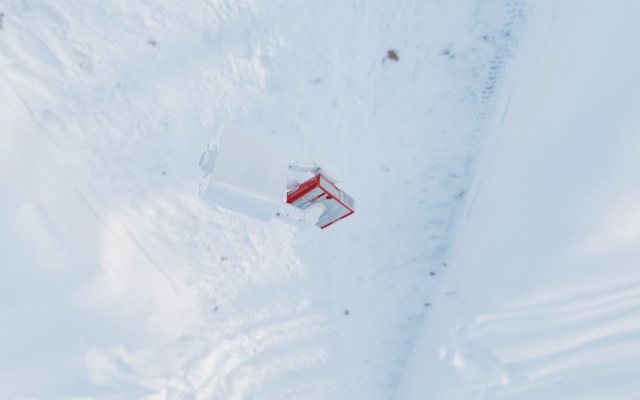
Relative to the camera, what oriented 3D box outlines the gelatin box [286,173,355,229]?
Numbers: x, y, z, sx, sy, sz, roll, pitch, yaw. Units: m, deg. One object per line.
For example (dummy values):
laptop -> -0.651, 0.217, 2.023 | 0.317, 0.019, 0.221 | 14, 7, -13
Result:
gelatin box -> 0.000, 0.003, 0.762 | 0.073, 0.030, 0.089 | -30, -50, 33
